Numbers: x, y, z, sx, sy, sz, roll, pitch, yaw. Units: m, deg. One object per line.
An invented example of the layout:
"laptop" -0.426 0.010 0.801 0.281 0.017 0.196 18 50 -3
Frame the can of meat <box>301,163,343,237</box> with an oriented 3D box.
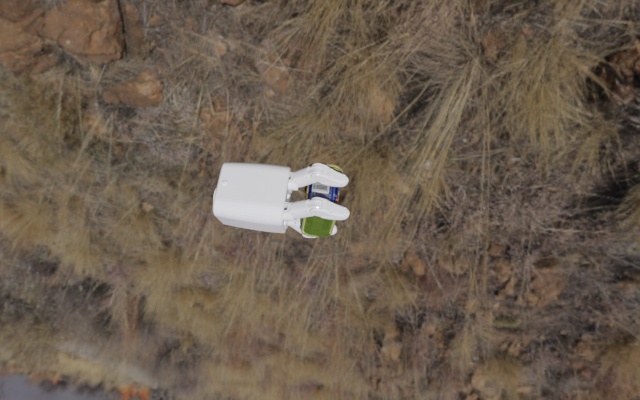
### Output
"can of meat" 0.000 0.003 0.772 0.057 0.084 0.102 8 -29 -2
